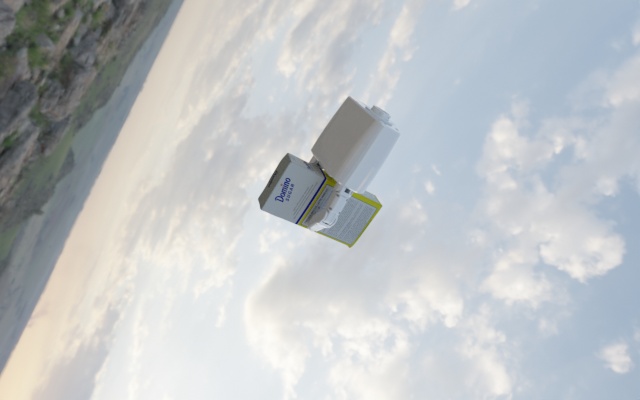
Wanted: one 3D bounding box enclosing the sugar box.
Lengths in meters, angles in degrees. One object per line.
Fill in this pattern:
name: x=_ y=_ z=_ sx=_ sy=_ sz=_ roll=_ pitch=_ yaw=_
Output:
sugar box: x=0.000 y=0.002 z=0.756 sx=0.176 sy=0.093 sz=0.048 roll=26 pitch=19 yaw=-24
